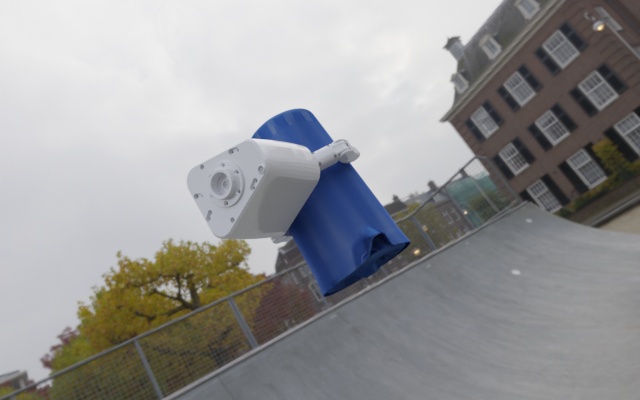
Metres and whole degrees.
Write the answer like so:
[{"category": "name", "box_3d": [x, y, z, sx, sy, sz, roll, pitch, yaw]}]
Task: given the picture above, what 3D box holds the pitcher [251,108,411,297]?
[{"category": "pitcher", "box_3d": [0.000, 0.002, 0.660, 0.149, 0.242, 0.145, -39, -18, 23]}]
